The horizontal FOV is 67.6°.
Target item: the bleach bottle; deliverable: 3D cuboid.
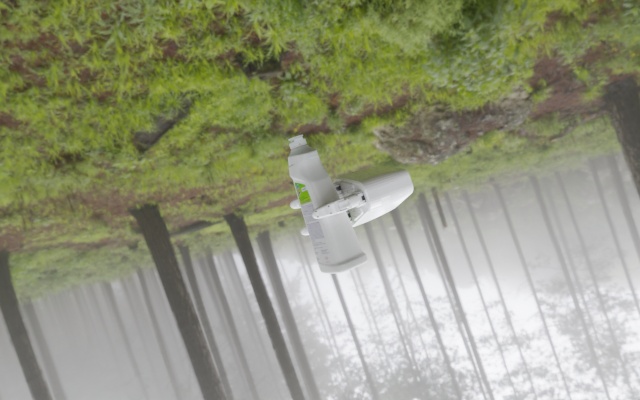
[{"bbox_3d":[0.000,0.003,0.857,0.068,0.251,0.102,-20,1,-28],"label":"bleach bottle"}]
